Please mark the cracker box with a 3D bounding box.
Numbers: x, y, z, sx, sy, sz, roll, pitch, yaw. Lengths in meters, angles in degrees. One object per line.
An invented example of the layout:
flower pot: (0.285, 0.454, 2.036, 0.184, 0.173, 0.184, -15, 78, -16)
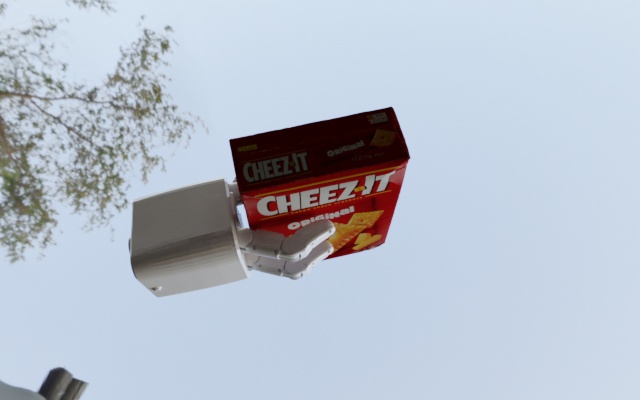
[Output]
cracker box: (0.000, 0.002, 0.535, 0.164, 0.072, 0.214, -13, -26, -6)
